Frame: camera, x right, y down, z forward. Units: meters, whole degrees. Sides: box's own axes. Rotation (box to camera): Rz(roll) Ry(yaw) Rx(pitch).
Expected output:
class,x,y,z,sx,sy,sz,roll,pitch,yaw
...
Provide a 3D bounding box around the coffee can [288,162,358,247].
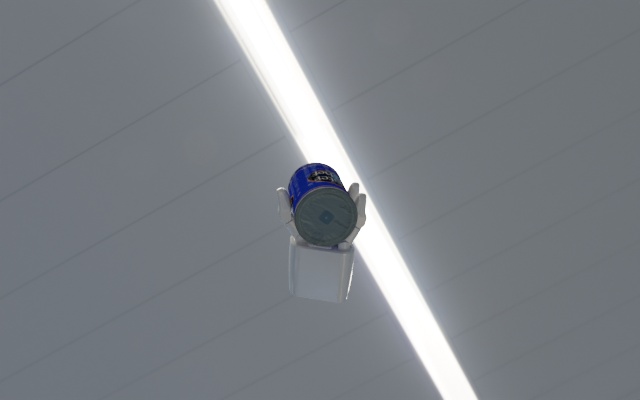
class,x,y,z,sx,sy,sz,roll,pitch,yaw
coffee can,0.000,0.003,0.824,0.103,0.103,0.140,0,22,-8
